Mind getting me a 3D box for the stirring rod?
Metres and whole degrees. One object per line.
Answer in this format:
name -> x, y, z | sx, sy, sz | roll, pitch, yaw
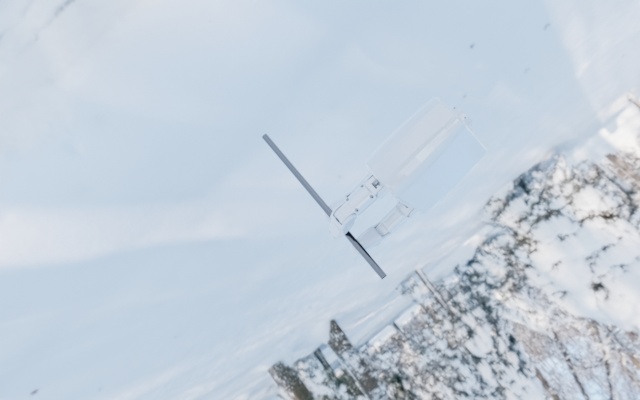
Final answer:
stirring rod -> 0.000, 0.002, 0.591 | 0.011, 0.239, 0.011 | -35, -19, -14
